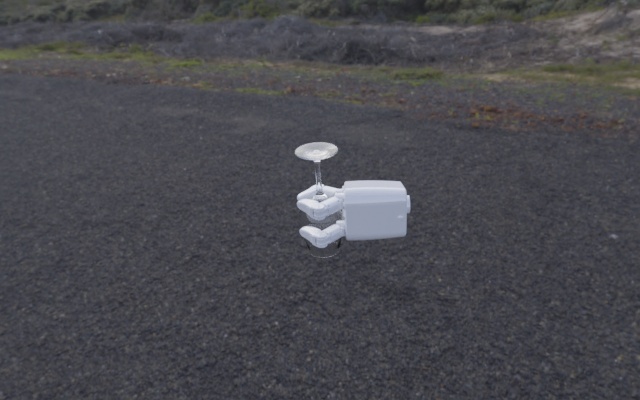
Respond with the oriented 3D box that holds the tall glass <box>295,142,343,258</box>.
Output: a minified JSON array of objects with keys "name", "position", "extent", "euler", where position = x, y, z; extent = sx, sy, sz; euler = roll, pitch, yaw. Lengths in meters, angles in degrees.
[{"name":"tall glass","position":[0.000,0.002,0.855],"extent":[0.079,0.201,0.079],"euler":[-3,28,2]}]
